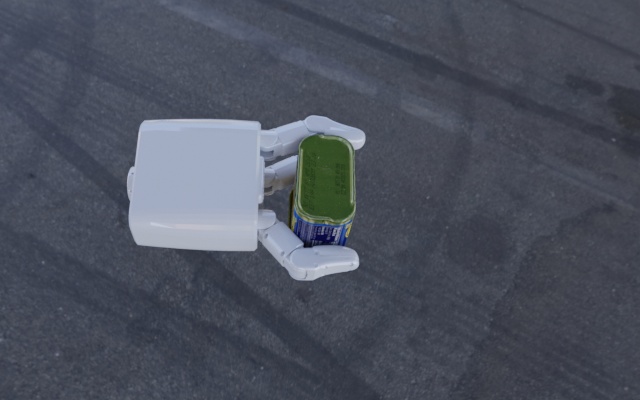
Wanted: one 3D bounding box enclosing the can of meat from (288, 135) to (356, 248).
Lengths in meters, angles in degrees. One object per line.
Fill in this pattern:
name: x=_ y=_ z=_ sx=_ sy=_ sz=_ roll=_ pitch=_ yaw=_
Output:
can of meat: x=0.000 y=0.001 z=0.444 sx=0.057 sy=0.102 sz=0.084 roll=4 pitch=-36 yaw=-5
